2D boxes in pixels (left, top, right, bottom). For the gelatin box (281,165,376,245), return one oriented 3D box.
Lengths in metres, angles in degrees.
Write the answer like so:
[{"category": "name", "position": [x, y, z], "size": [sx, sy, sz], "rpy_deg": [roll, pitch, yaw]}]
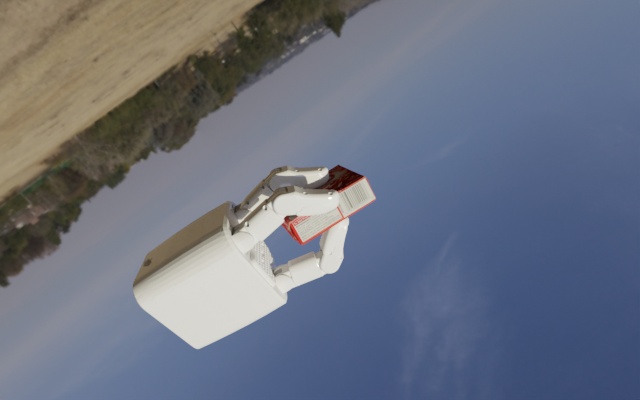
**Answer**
[{"category": "gelatin box", "position": [0.001, 0.002, 0.480], "size": [0.089, 0.030, 0.073], "rpy_deg": [-31, 20, -9]}]
